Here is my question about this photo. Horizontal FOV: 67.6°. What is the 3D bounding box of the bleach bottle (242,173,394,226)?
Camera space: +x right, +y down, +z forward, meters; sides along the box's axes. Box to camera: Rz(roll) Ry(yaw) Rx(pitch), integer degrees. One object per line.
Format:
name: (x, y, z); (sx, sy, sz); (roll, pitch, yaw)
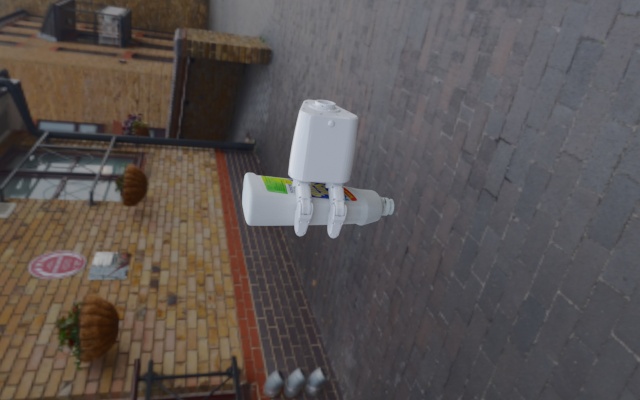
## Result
bleach bottle: (0.000, 0.003, 0.803); (0.251, 0.068, 0.102); (2, 25, -16)
